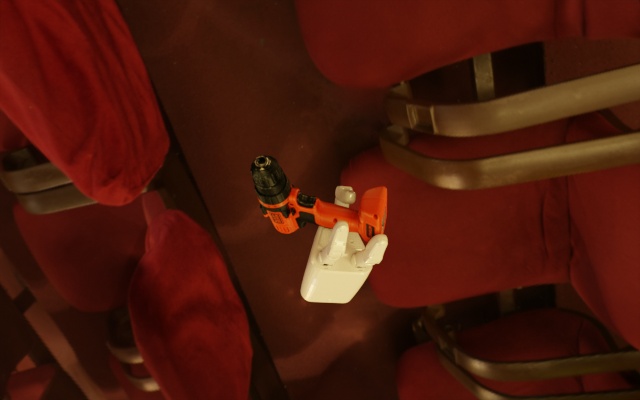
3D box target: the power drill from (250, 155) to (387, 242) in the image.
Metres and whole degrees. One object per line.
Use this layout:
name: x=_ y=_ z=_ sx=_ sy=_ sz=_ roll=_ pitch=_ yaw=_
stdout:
power drill: x=0.001 y=0.003 z=0.690 sx=0.187 sy=0.057 sz=0.184 roll=10 pitch=-26 yaw=14
